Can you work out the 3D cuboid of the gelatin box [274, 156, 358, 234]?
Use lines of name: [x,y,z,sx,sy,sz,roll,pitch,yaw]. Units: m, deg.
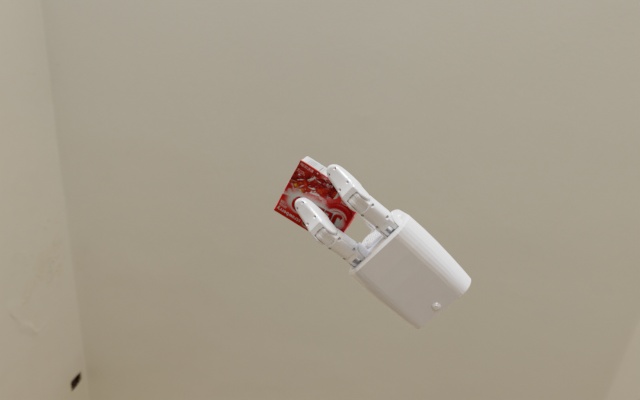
gelatin box: [0.000,0.002,0.569,0.089,0.073,0.030,32,21,6]
